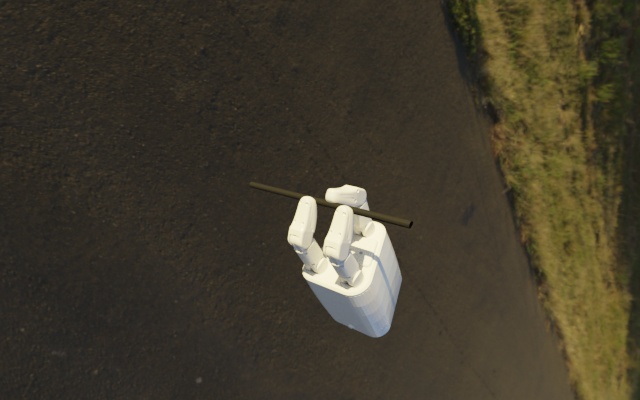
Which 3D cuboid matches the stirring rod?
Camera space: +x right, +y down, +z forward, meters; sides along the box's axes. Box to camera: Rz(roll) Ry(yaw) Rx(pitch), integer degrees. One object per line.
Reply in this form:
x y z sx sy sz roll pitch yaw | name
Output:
0.000 0.002 0.554 0.239 0.011 0.011 14 9 39 | stirring rod
